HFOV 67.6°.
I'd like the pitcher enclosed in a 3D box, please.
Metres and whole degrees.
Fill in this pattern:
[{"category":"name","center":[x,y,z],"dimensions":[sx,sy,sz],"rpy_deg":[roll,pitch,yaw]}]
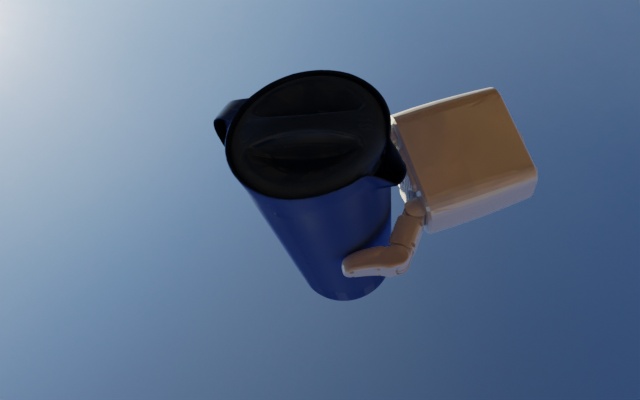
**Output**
[{"category":"pitcher","center":[0.000,0.002,0.470],"dimensions":[0.145,0.149,0.243],"rpy_deg":[-18,-35,0]}]
